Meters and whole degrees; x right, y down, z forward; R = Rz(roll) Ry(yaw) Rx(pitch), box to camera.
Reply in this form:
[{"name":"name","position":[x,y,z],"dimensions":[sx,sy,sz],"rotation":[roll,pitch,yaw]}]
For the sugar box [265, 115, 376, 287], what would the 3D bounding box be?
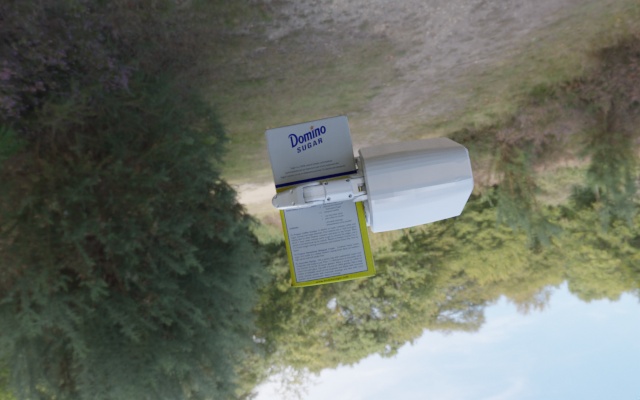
[{"name":"sugar box","position":[0.000,0.002,0.530],"dimensions":[0.093,0.176,0.048],"rotation":[-10,-3,3]}]
